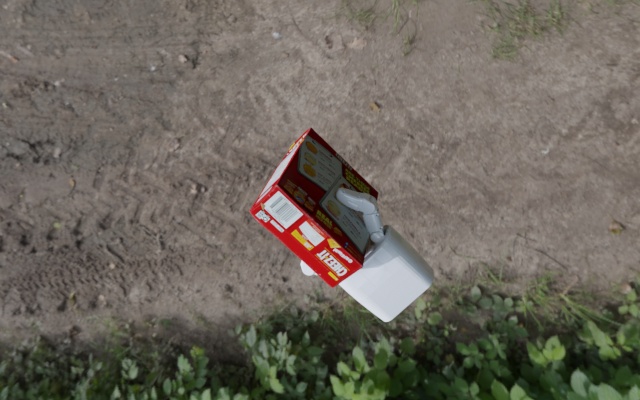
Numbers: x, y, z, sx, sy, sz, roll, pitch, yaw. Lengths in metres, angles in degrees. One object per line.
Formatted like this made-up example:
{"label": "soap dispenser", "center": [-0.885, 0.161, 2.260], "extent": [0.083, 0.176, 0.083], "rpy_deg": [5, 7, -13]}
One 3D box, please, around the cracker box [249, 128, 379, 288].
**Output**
{"label": "cracker box", "center": [0.000, 0.002, 0.724], "extent": [0.072, 0.164, 0.213], "rpy_deg": [-40, 14, 28]}
